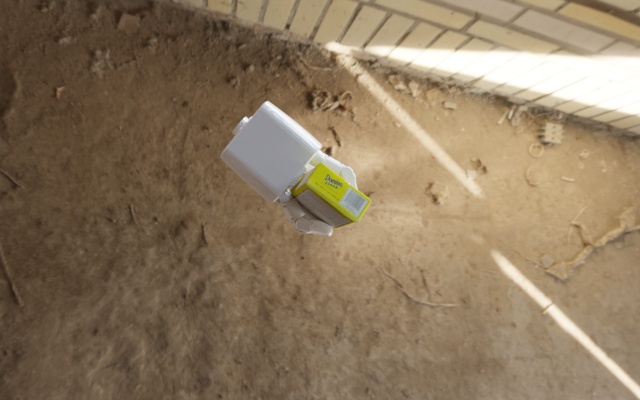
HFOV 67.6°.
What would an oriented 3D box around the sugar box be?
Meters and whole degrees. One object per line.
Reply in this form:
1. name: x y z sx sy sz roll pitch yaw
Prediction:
1. sugar box: 0.000 0.002 0.731 0.093 0.048 0.176 38 -15 -9
